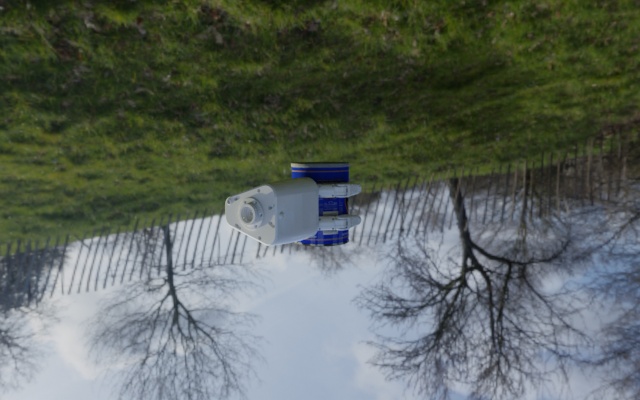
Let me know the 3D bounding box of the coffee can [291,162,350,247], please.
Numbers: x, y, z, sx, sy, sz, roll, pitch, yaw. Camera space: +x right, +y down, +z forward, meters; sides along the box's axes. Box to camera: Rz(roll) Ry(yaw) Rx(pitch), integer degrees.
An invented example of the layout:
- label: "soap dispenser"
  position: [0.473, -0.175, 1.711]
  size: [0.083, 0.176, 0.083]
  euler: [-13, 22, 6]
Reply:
- label: "coffee can"
  position: [0.000, 0.003, 0.844]
  size: [0.103, 0.140, 0.103]
  euler: [0, 6, 0]
